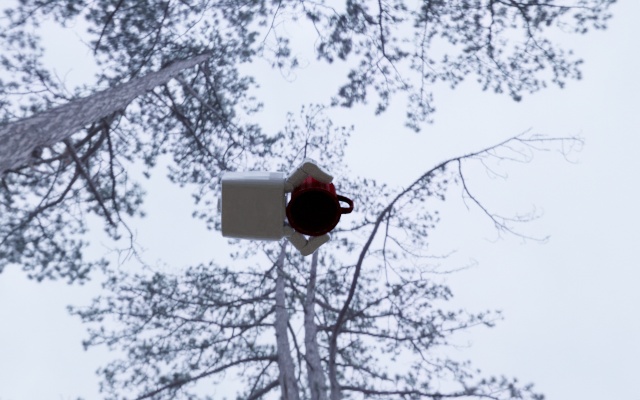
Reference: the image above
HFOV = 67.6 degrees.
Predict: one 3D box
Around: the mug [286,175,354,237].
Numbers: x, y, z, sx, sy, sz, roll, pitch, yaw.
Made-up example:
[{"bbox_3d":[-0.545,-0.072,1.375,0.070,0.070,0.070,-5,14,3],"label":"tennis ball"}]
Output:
[{"bbox_3d":[0.002,0.003,0.829,0.117,0.093,0.081,3,27,-3],"label":"mug"}]
